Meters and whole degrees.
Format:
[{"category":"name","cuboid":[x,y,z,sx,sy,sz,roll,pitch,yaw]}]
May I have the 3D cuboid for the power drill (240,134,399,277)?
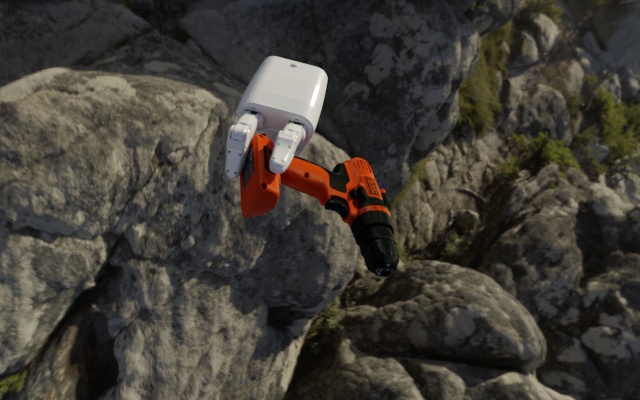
[{"category":"power drill","cuboid":[0.000,0.002,0.568,0.188,0.057,0.184,17,37,-27]}]
